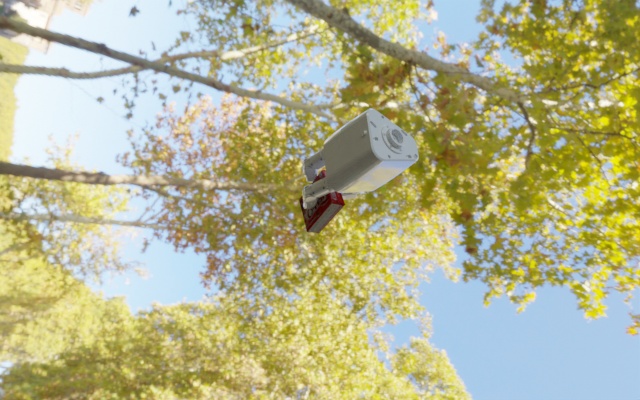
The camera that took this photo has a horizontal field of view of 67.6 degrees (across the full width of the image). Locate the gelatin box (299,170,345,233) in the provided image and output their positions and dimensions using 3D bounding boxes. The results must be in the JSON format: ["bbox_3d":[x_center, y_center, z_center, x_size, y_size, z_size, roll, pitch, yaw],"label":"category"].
[{"bbox_3d":[0.000,0.003,0.833,0.030,0.073,0.089,10,-43,-31],"label":"gelatin box"}]
